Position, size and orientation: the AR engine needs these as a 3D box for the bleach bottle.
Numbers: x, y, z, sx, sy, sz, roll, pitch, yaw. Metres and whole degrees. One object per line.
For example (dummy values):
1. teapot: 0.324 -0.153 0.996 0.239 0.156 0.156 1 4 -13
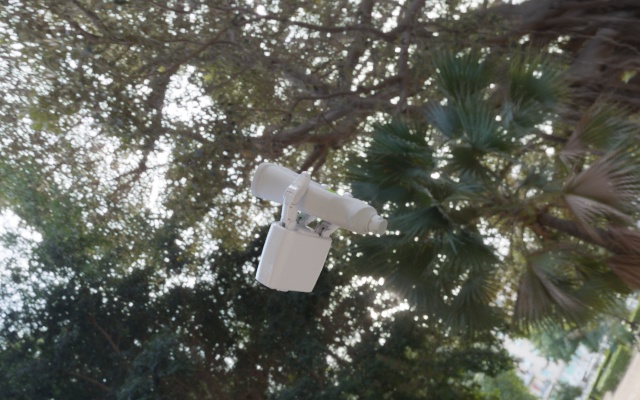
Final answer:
1. bleach bottle: 0.000 0.003 0.839 0.250 0.068 0.102 23 7 33
